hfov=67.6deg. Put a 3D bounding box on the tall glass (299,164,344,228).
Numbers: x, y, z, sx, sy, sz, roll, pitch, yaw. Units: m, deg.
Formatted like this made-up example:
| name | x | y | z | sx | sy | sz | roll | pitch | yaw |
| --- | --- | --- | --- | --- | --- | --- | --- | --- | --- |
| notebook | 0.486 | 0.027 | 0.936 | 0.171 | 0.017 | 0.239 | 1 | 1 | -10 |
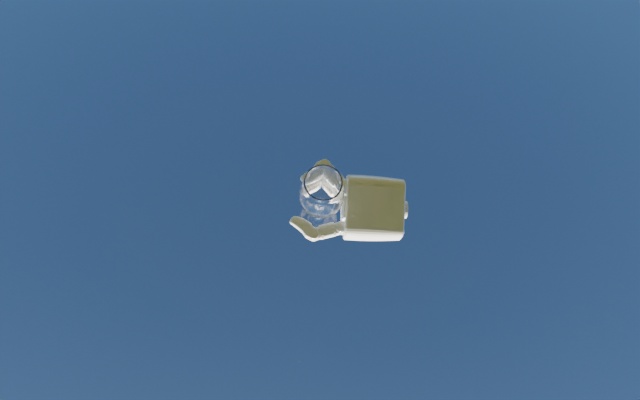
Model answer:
| name | x | y | z | sx | sy | sz | roll | pitch | yaw |
| --- | --- | --- | --- | --- | --- | --- | --- | --- | --- |
| tall glass | 0.000 | 0.003 | 0.848 | 0.079 | 0.079 | 0.201 | 0 | -19 | -2 |
